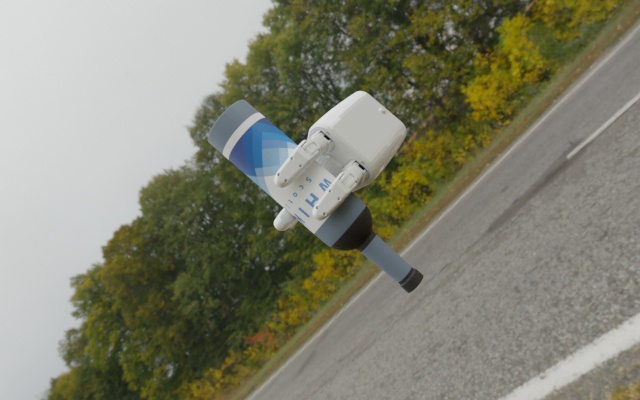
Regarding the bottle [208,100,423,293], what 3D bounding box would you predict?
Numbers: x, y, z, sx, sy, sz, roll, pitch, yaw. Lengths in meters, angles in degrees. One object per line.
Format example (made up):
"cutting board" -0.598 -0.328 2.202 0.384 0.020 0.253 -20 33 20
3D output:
"bottle" 0.000 0.002 0.562 0.295 0.069 0.069 41 2 2
